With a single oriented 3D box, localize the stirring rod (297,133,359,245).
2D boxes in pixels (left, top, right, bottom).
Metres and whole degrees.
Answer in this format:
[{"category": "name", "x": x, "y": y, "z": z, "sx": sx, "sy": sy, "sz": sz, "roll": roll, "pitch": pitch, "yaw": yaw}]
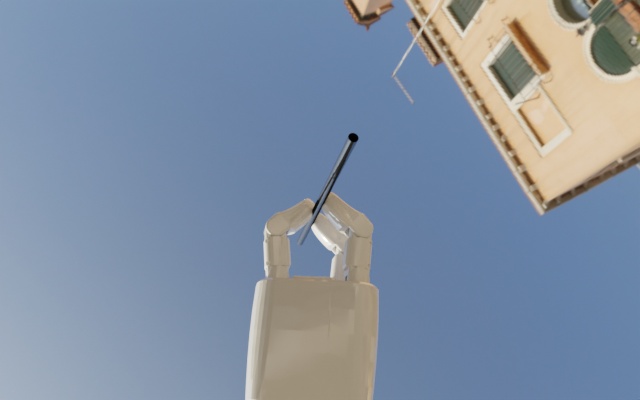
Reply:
[{"category": "stirring rod", "x": 0.000, "y": 0.002, "z": 0.461, "sx": 0.011, "sy": 0.011, "sz": 0.240, "roll": 0, "pitch": -24, "yaw": -13}]
